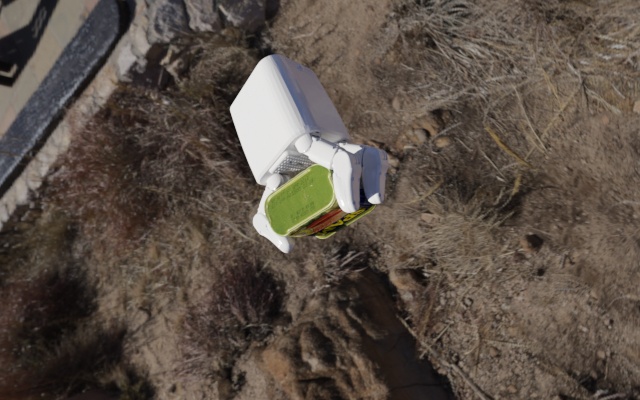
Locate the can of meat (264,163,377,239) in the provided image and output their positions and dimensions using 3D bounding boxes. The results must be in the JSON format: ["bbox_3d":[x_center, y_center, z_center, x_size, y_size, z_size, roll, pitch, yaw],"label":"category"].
[{"bbox_3d":[0.000,0.002,0.534,0.102,0.057,0.084,-33,-20,29],"label":"can of meat"}]
